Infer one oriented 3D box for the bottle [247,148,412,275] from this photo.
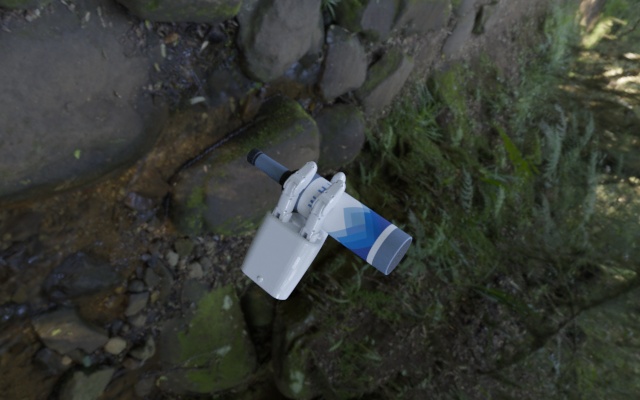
[{"bbox_3d":[0.000,0.002,0.741,0.295,0.069,0.069,35,14,21],"label":"bottle"}]
